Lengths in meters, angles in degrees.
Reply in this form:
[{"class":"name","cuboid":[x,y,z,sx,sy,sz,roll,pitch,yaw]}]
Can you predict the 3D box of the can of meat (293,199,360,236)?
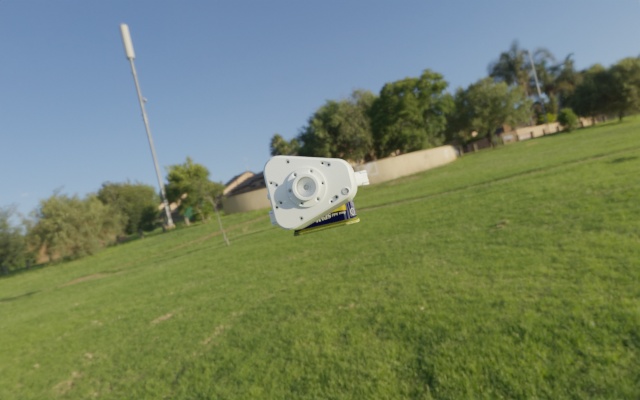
[{"class":"can of meat","cuboid":[0.000,0.002,0.728,0.102,0.084,0.057,-14,0,8]}]
